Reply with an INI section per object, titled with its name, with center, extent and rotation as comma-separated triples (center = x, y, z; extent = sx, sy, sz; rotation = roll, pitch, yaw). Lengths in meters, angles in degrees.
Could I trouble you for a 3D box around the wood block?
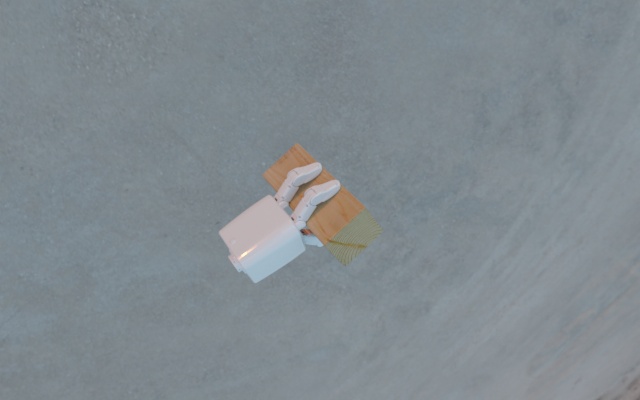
[wood block]
center = 0.000, 0.003, 0.826
extent = 0.206, 0.090, 0.091
rotation = 46, -2, 39
